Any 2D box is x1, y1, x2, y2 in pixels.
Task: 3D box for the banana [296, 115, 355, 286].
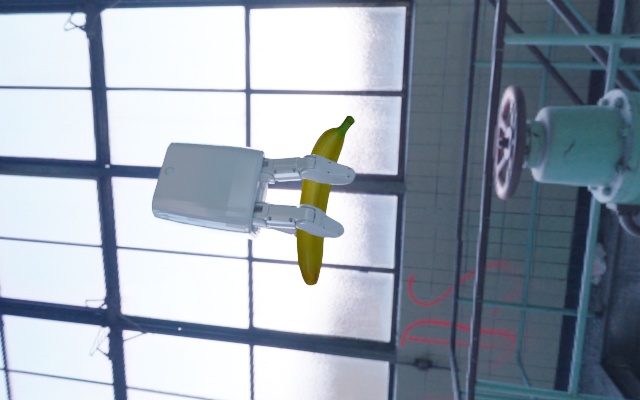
[{"bbox_3d":[-0.003,-0.002,0.562,0.037,0.198,0.069,12,-2,-13],"label":"banana"}]
